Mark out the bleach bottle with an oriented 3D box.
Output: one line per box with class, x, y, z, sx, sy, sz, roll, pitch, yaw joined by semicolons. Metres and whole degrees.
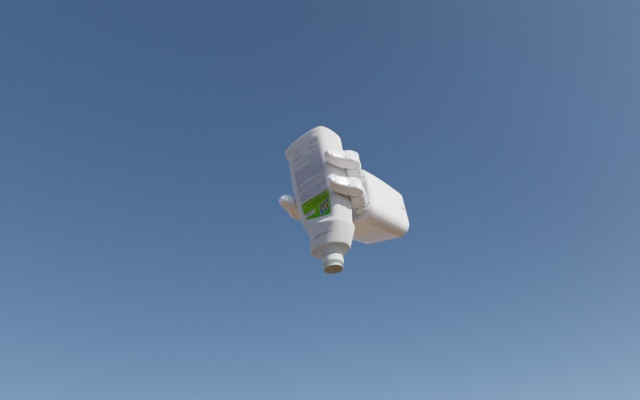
bleach bottle;0.000;0.002;0.766;0.102;0.250;0.068;-34;-43;32
